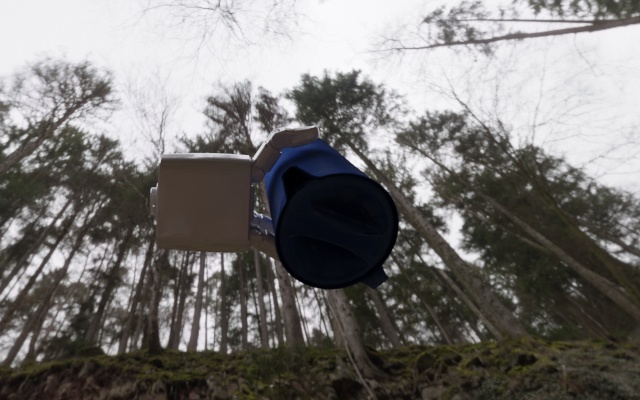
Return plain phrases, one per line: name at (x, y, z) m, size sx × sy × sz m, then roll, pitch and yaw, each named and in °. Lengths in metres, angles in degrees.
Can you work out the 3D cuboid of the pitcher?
pitcher at (0.000, 0.002, 0.601) m, size 0.145 × 0.149 × 0.242 m, roll 3°, pitch 20°, yaw -14°
